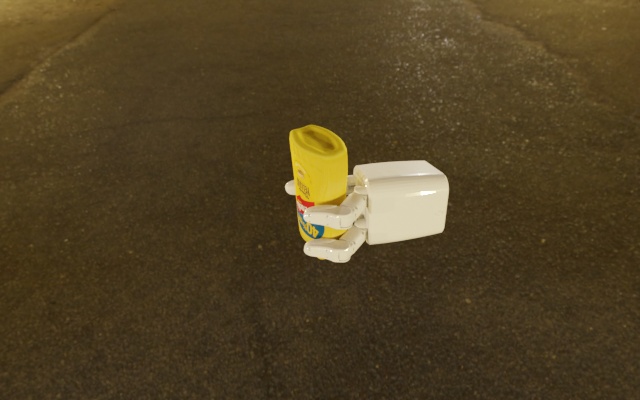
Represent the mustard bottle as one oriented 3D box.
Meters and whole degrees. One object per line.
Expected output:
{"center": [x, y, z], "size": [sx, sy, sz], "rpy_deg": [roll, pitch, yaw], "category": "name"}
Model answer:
{"center": [0.000, 0.002, 0.643], "size": [0.058, 0.192, 0.096], "rpy_deg": [-21, 39, -24], "category": "mustard bottle"}
